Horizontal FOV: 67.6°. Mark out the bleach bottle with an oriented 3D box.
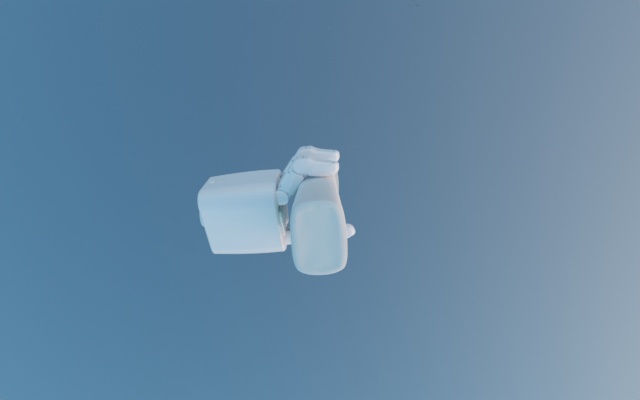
[{"bbox_3d":[0.000,0.002,0.682,0.068,0.103,0.250,-3,20,2],"label":"bleach bottle"}]
